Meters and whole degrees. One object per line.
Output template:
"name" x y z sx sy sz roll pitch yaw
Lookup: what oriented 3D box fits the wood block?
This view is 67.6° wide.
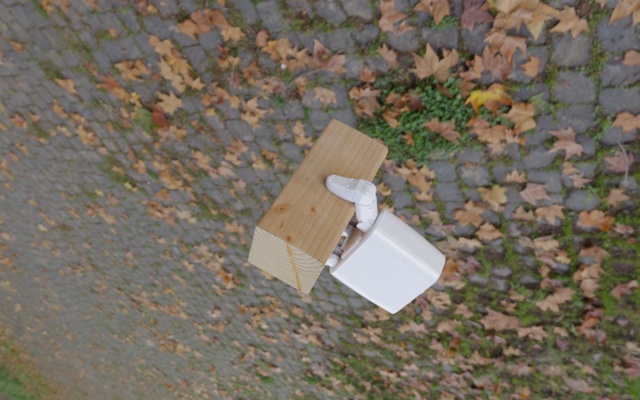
"wood block" 0.000 0.002 0.621 0.090 0.206 0.091 29 -36 4
